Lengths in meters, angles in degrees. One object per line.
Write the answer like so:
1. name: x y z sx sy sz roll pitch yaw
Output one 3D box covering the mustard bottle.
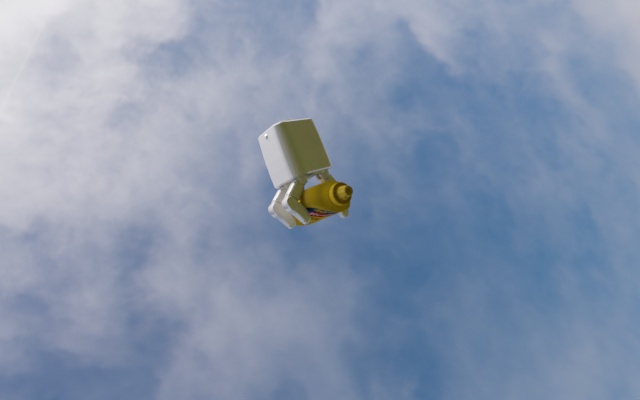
1. mustard bottle: 0.000 0.003 0.892 0.096 0.058 0.192 8 -17 -30
